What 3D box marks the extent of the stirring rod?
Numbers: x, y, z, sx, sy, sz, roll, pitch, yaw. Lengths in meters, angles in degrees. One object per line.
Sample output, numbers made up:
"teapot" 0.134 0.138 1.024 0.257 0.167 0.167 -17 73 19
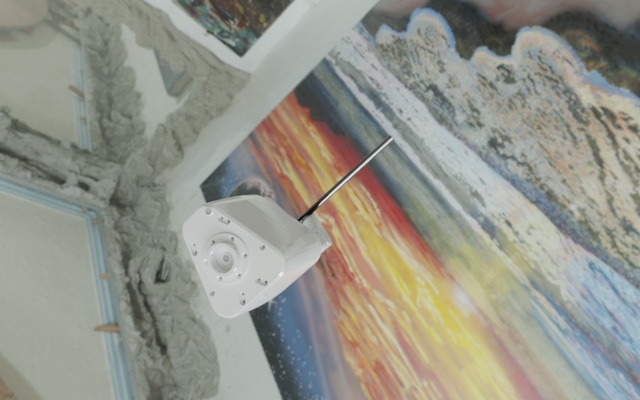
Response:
"stirring rod" 0.000 0.002 0.606 0.239 0.011 0.011 -42 -14 15
